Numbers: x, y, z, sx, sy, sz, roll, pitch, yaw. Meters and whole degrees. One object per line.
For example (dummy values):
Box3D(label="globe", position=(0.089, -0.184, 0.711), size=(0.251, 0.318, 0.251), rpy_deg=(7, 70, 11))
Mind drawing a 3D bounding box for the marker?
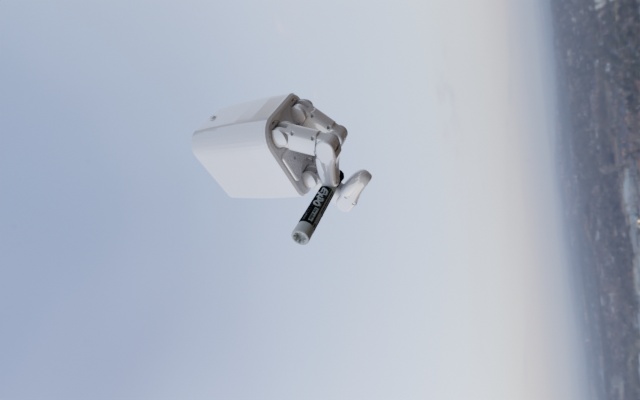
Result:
Box3D(label="marker", position=(0.000, 0.002, 0.507), size=(0.020, 0.020, 0.121), rpy_deg=(0, 35, 24))
